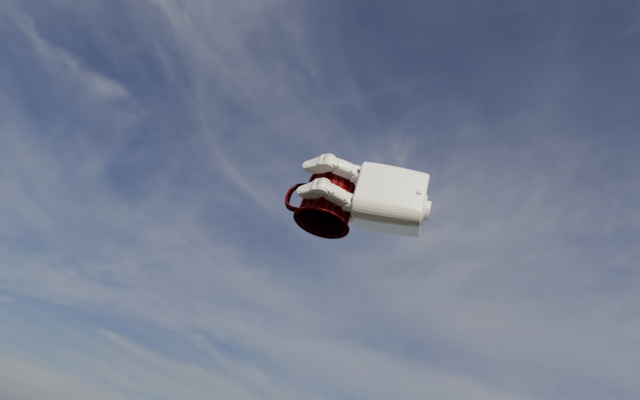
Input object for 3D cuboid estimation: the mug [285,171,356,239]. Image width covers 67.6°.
[{"bbox_3d":[-0.001,0.002,0.782,0.117,0.081,0.093,11,-31,12],"label":"mug"}]
